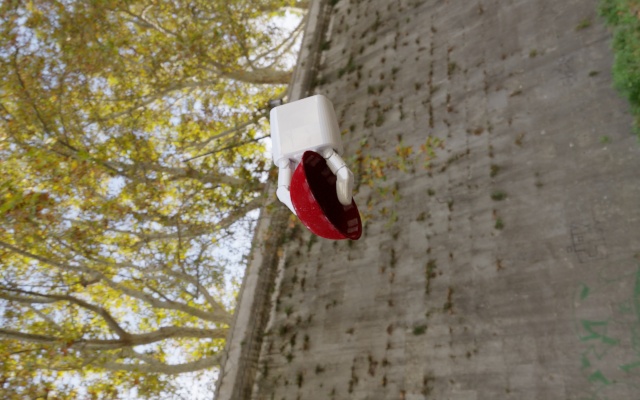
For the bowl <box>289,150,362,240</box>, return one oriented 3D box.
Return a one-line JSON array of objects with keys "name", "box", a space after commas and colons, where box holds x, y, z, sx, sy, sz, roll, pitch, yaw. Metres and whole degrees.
[{"name": "bowl", "box": [0.000, 0.004, 0.758, 0.055, 0.162, 0.162, -31, -12, 21]}]
